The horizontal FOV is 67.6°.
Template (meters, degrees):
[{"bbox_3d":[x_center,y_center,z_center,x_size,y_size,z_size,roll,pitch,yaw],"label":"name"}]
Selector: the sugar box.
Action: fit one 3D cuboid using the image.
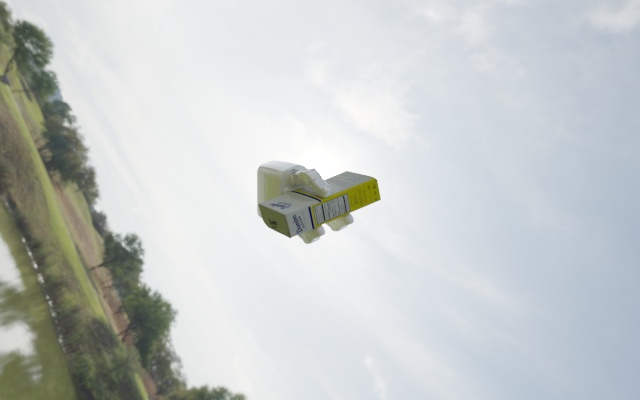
[{"bbox_3d":[0.000,0.003,0.768,0.176,0.048,0.093,-24,22,-26],"label":"sugar box"}]
